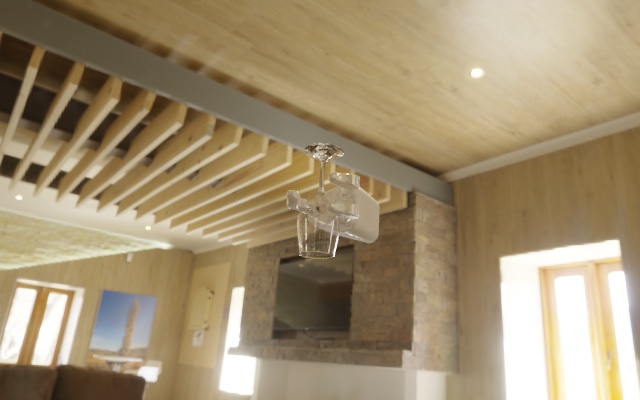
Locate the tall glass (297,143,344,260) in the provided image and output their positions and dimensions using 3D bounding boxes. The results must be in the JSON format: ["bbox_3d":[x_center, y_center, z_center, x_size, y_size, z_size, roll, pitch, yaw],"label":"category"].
[{"bbox_3d":[0.000,0.002,0.864,0.079,0.201,0.079,4,-19,1],"label":"tall glass"}]
